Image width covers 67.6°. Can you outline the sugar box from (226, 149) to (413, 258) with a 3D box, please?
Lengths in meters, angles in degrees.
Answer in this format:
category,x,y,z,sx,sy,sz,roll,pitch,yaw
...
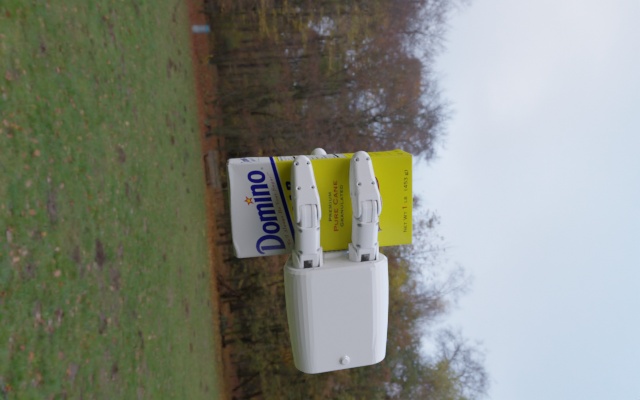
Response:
category,x,y,z,sx,sy,sz,roll,pitch,yaw
sugar box,0.000,0.002,0.468,0.176,0.093,0.048,-5,12,-10
